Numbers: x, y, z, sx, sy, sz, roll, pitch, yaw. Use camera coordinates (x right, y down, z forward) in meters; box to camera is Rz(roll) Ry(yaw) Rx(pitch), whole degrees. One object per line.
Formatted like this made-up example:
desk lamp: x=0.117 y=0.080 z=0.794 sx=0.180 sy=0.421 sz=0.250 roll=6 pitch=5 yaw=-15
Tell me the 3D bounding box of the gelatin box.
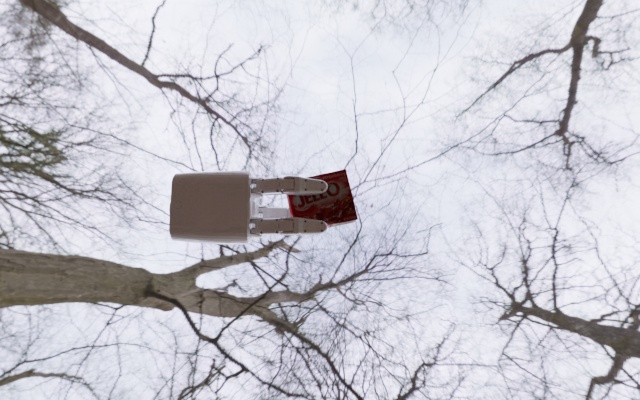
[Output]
gelatin box: x=0.000 y=0.002 z=0.661 sx=0.089 sy=0.073 sz=0.030 roll=-12 pitch=-9 yaw=-8
